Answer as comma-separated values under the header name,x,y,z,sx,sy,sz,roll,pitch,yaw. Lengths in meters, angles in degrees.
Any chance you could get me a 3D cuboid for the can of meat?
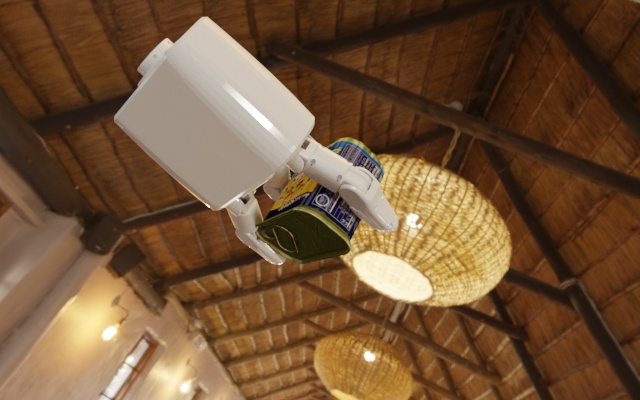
name,x,y,z,sx,sy,sz,roll,pitch,yaw
can of meat,0.000,0.001,0.415,0.057,0.084,0.102,40,-31,-17
